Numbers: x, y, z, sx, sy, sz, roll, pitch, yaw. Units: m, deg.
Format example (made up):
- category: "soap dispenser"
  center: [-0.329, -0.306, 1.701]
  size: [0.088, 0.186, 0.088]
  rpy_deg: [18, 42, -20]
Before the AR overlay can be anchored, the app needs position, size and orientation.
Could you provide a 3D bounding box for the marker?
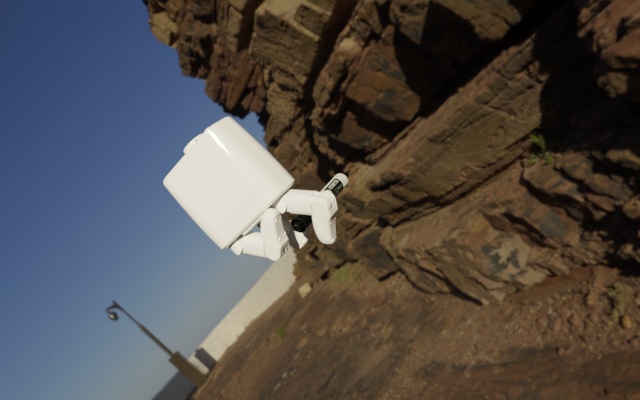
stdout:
- category: "marker"
  center: [0.000, 0.002, 0.555]
  size: [0.020, 0.020, 0.121]
  rpy_deg: [0, 28, 30]
